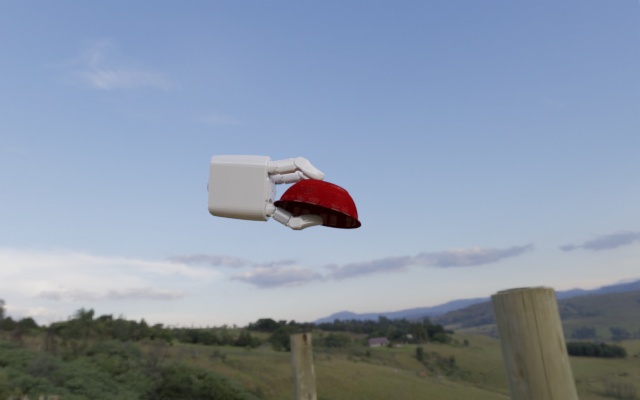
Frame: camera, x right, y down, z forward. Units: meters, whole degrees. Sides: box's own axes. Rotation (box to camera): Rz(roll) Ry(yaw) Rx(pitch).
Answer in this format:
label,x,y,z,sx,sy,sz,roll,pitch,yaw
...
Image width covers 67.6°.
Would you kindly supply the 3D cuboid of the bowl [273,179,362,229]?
label,x,y,z,sx,sy,sz,roll,pitch,yaw
bowl,0.002,0.003,0.855,0.162,0.055,0.162,14,-14,3
